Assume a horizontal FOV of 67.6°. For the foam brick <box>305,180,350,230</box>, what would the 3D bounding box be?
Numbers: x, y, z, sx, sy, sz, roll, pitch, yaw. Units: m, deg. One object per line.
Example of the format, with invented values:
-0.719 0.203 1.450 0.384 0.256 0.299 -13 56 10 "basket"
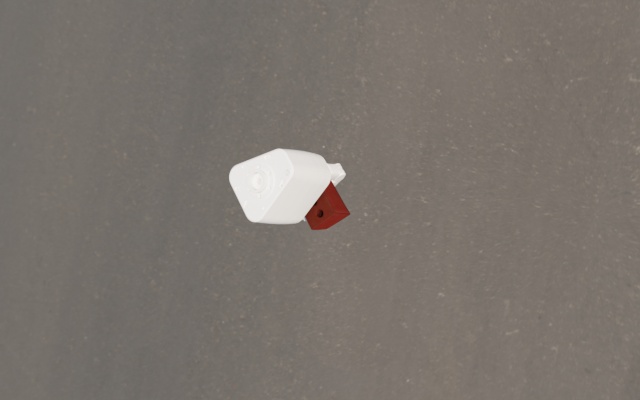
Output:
0.000 0.003 0.770 0.053 0.078 0.051 -36 -17 23 "foam brick"
